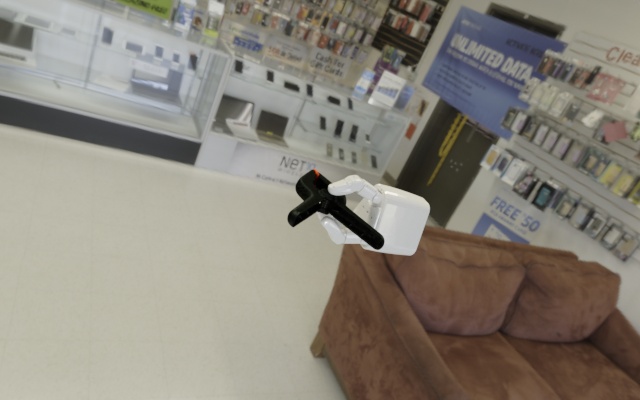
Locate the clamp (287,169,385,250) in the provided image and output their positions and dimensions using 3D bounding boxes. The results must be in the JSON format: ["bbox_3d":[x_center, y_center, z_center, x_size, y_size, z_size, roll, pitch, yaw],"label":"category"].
[{"bbox_3d":[0.000,0.002,0.795,0.164,0.036,0.210,15,25,-29],"label":"clamp"}]
